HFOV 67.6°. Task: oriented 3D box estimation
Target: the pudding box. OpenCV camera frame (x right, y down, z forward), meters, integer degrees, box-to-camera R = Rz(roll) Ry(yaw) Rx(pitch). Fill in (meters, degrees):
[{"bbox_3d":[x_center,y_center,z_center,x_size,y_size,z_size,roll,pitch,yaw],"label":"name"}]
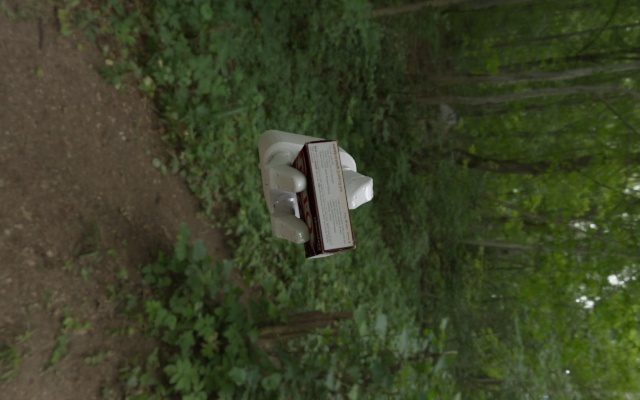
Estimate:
[{"bbox_3d":[0.000,0.002,0.501,0.039,0.113,0.090,-10,-8,-13],"label":"pudding box"}]
